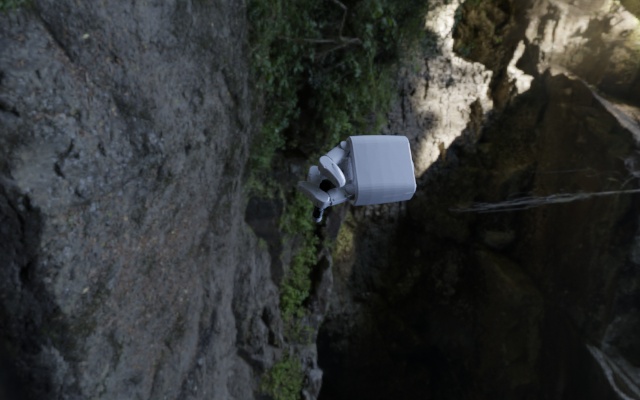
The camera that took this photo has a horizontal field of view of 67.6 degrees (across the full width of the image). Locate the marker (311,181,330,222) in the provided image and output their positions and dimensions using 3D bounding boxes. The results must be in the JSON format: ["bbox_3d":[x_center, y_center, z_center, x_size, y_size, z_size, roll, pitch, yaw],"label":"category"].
[{"bbox_3d":[0.000,0.003,0.837,0.020,0.020,0.121,0,-30,-9],"label":"marker"}]
